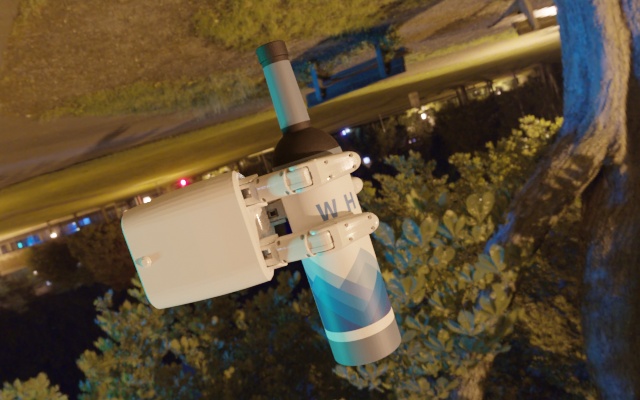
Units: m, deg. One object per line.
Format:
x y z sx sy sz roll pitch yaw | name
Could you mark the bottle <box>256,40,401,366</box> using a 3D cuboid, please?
0.000 0.002 0.440 0.069 0.296 0.069 -18 6 2 | bottle
